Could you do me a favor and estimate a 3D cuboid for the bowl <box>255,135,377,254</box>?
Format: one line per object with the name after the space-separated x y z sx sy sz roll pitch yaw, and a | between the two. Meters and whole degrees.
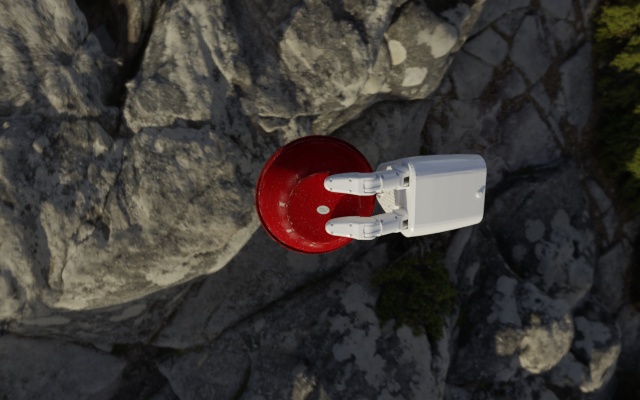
-0.001 0.003 0.598 0.162 0.162 0.055 0 17 -10 | bowl
